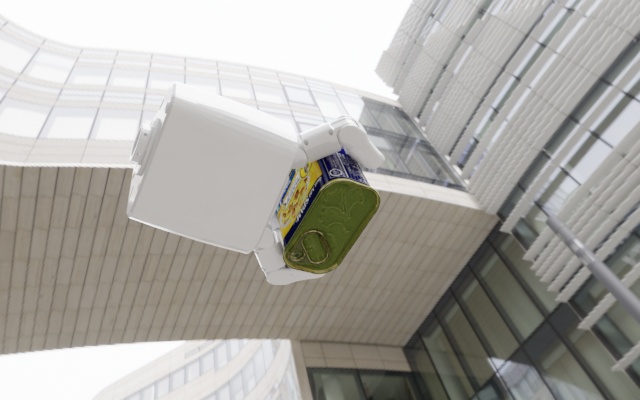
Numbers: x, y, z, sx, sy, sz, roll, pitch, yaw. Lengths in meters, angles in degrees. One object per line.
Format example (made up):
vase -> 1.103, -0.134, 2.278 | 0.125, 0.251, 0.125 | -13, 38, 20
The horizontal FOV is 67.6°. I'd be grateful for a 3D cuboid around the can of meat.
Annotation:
can of meat -> 0.000, 0.001, 0.440 | 0.057, 0.102, 0.084 | 17, 30, -26
